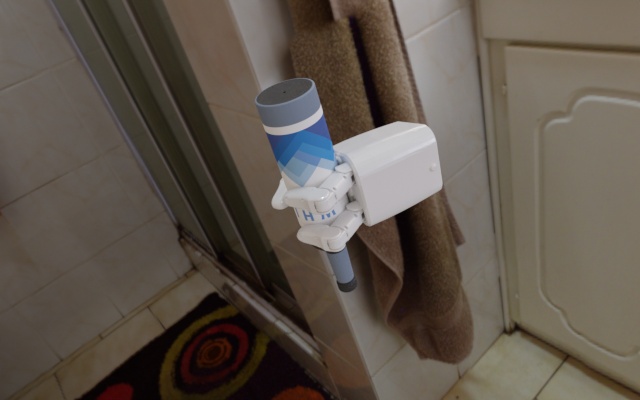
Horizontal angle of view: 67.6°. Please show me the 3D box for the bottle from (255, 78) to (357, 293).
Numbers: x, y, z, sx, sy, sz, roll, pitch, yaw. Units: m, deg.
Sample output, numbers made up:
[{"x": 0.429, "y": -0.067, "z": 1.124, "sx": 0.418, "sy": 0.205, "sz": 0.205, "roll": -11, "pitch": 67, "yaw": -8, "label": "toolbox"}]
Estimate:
[{"x": 0.000, "y": 0.002, "z": 0.584, "sx": 0.069, "sy": 0.296, "sz": 0.069, "roll": -12, "pitch": 34, "yaw": 9, "label": "bottle"}]
